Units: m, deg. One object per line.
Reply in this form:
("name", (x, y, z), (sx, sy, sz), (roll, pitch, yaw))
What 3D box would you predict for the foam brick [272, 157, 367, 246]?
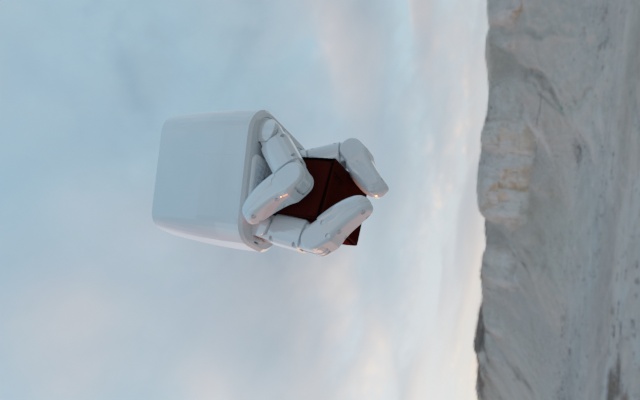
("foam brick", (0.000, 0.002, 0.413), (0.051, 0.053, 0.078), (4, -20, 29))
